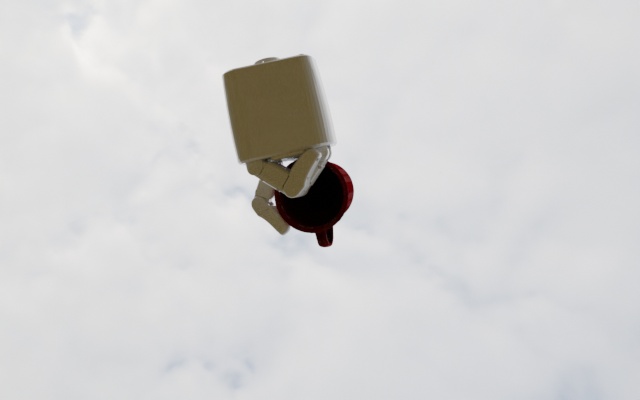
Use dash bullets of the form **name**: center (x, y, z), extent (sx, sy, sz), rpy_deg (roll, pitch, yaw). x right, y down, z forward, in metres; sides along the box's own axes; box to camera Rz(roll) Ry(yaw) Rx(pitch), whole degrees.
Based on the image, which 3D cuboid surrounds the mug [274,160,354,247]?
- **mug**: center (0.001, 0.003, 0.615), extent (0.093, 0.117, 0.081), rpy_deg (-12, 2, 14)
